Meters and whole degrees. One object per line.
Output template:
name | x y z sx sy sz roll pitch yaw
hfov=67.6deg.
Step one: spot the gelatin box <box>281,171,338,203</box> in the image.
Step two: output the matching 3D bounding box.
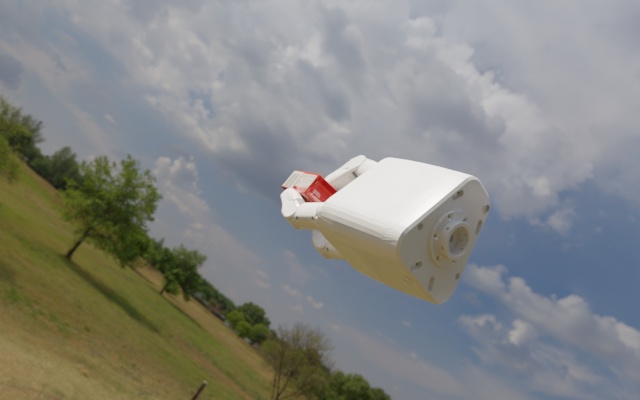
gelatin box | 0.000 0.001 0.553 0.073 0.030 0.089 44 -10 -20
